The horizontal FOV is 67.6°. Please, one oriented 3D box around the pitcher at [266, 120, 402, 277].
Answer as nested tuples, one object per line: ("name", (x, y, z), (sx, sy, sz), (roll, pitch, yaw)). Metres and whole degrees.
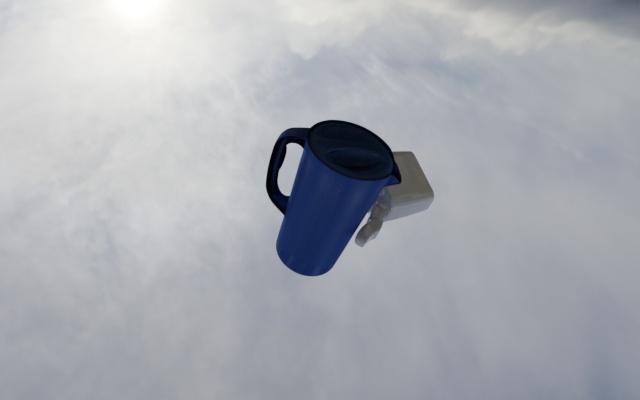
("pitcher", (0.000, 0.002, 0.741), (0.145, 0.243, 0.149), (-13, 52, -35))
